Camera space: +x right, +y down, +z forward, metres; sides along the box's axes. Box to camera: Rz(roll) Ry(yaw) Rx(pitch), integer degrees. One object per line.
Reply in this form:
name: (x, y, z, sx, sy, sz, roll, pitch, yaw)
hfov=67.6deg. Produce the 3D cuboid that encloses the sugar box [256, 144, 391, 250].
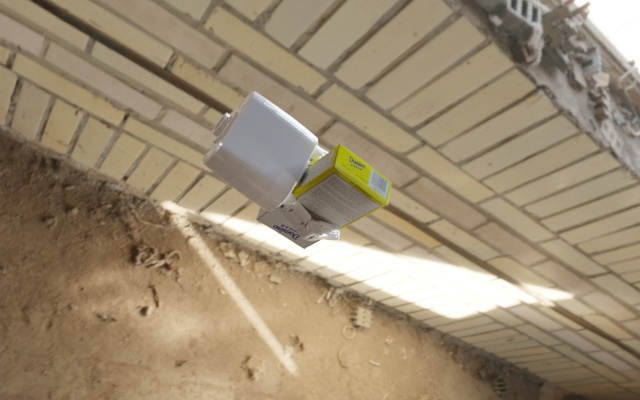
sugar box: (0.000, 0.002, 0.643, 0.093, 0.048, 0.176, 35, -40, -24)
